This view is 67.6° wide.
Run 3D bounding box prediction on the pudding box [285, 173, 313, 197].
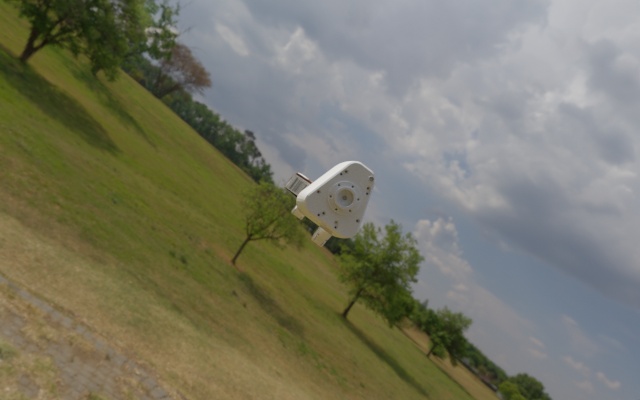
[{"bbox_3d":[0.000,0.003,0.863,0.113,0.039,0.090,36,-3,22],"label":"pudding box"}]
